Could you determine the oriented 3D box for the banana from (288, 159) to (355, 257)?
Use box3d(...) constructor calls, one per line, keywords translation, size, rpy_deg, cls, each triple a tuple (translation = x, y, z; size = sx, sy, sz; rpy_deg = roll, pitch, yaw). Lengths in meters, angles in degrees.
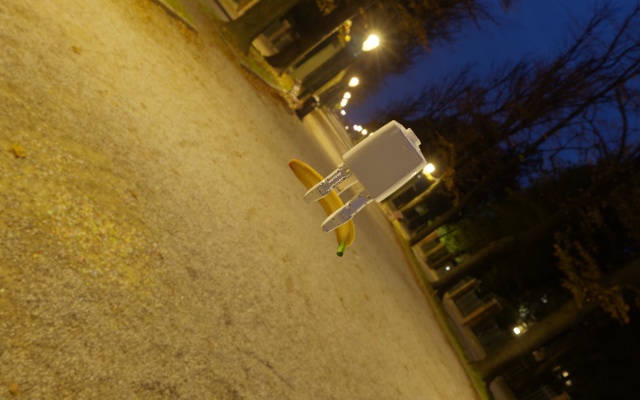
box3d(translation=(0.011, 0.005, 0.858), size=(0.037, 0.197, 0.069), rpy_deg=(-38, -17, 25), cls="banana")
